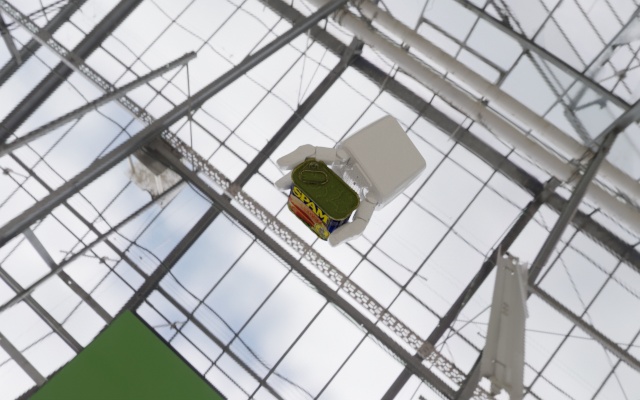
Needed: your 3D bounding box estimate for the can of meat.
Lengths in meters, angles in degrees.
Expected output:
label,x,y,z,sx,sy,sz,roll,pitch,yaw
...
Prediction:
label,x,y,z,sx,sy,sz,roll,pitch,yaw
can of meat,0.000,0.003,0.693,0.057,0.102,0.084,-40,-15,-27
